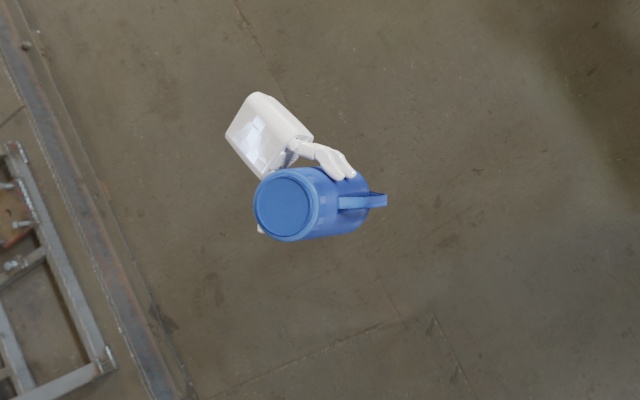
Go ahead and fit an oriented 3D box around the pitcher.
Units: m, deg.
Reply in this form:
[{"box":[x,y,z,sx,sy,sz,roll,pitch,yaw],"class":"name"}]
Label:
[{"box":[0.000,0.003,0.797,0.149,0.145,0.243,-46,-13,17],"class":"pitcher"}]
